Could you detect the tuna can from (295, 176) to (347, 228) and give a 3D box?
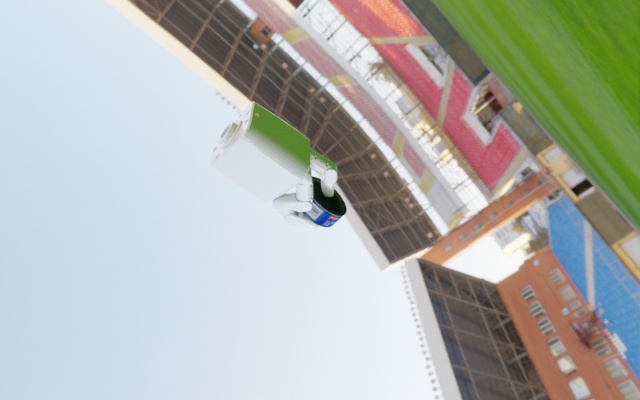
[{"bbox_3d":[0.000,0.003,0.782,0.034,0.086,0.086,-46,-24,25],"label":"tuna can"}]
